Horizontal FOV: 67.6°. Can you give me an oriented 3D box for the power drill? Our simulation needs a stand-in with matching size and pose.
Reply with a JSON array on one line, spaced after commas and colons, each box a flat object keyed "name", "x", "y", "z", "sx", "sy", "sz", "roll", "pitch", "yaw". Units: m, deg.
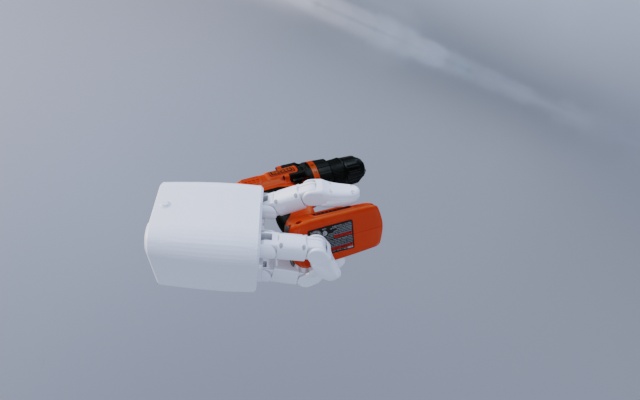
[{"name": "power drill", "x": 0.000, "y": 0.002, "z": 0.582, "sx": 0.184, "sy": 0.057, "sz": 0.187, "roll": -17, "pitch": 26, "yaw": -16}]
